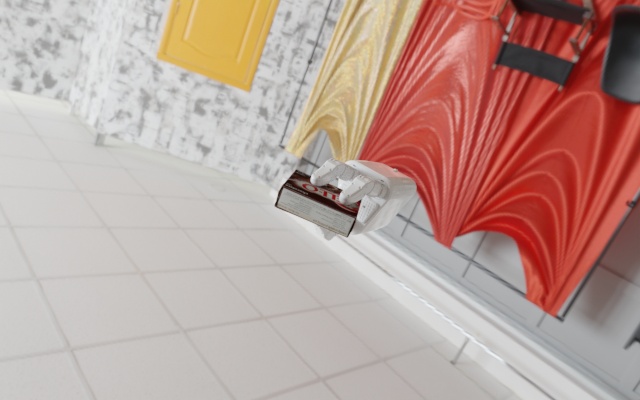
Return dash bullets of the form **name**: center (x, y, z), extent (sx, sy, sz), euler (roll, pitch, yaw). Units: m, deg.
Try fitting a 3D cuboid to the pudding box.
- **pudding box**: center (0.000, 0.002, 0.681), extent (0.113, 0.039, 0.090), euler (21, 19, 2)
